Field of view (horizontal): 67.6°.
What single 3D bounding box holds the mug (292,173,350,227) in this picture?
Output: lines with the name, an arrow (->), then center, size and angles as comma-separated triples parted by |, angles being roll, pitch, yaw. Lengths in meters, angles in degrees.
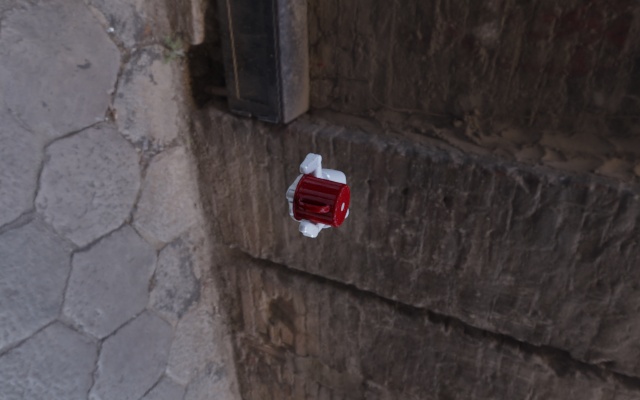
mug -> 0.000, 0.003, 0.867 | 0.081, 0.093, 0.117 | 13, 12, 19
